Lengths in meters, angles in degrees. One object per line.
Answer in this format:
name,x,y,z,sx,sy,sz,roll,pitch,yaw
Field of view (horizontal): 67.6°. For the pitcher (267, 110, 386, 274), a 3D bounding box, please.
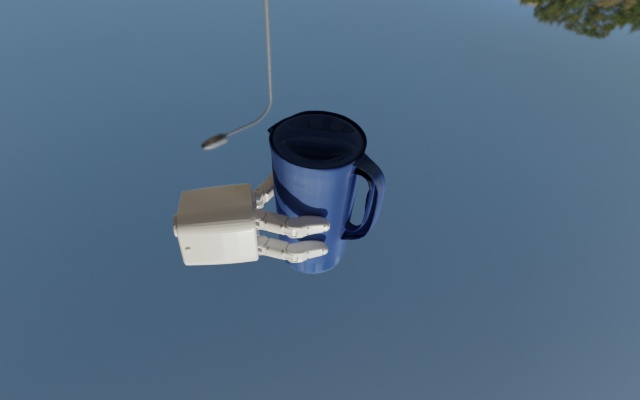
pitcher,0.000,0.002,0.718,0.145,0.243,0.149,-7,45,-10
